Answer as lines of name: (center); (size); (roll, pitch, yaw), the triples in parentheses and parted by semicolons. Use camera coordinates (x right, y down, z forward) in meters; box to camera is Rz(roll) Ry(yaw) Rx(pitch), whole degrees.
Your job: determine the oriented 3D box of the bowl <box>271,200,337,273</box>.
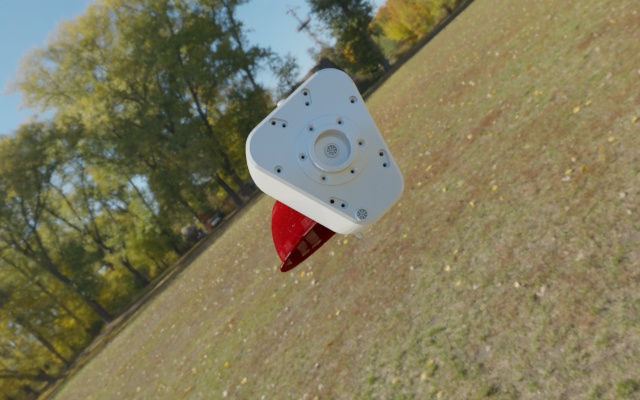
bowl: (0.000, 0.002, 0.512); (0.055, 0.162, 0.162); (45, 11, 11)
